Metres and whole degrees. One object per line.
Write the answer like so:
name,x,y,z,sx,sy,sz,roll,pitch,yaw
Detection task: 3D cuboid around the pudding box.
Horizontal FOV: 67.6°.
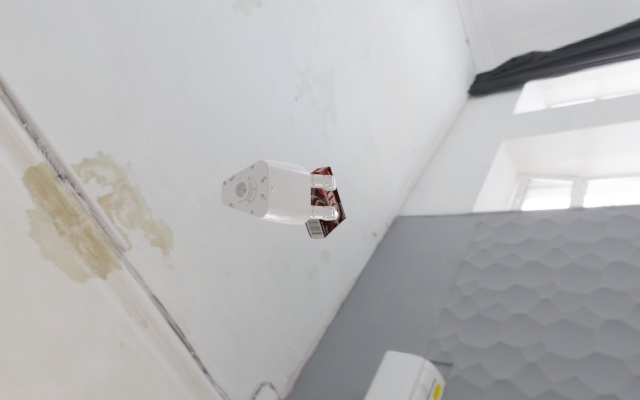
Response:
pudding box,0.000,0.003,0.897,0.039,0.113,0.090,-4,21,34
